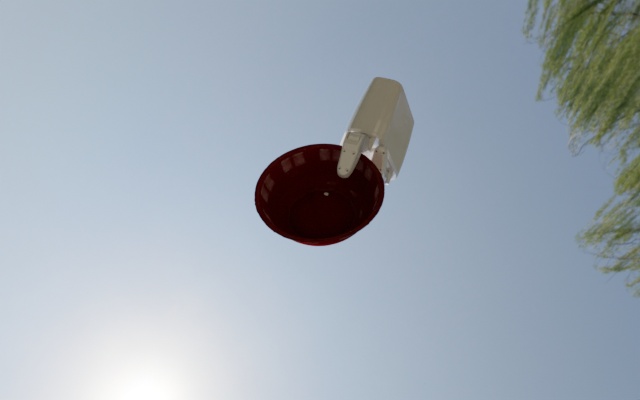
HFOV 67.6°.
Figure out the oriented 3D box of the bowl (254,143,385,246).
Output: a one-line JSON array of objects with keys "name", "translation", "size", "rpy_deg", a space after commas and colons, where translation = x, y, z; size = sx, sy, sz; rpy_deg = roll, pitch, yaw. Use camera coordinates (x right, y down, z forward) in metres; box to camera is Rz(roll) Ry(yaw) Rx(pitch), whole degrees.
[{"name": "bowl", "translation": [-0.001, 0.003, 0.609], "size": [0.162, 0.162, 0.055], "rpy_deg": [0, -40, 5]}]
